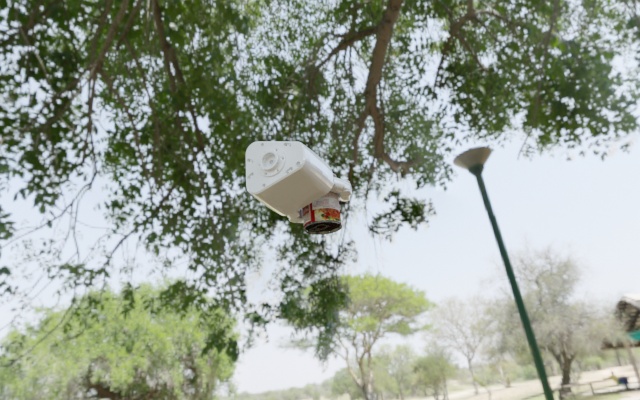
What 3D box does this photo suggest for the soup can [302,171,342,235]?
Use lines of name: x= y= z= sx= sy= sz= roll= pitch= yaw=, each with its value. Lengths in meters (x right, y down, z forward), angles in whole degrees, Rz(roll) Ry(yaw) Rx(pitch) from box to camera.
soup can: x=0.000 y=0.003 z=0.859 sx=0.068 sy=0.102 sz=0.068 roll=-4 pitch=-22 yaw=-2
